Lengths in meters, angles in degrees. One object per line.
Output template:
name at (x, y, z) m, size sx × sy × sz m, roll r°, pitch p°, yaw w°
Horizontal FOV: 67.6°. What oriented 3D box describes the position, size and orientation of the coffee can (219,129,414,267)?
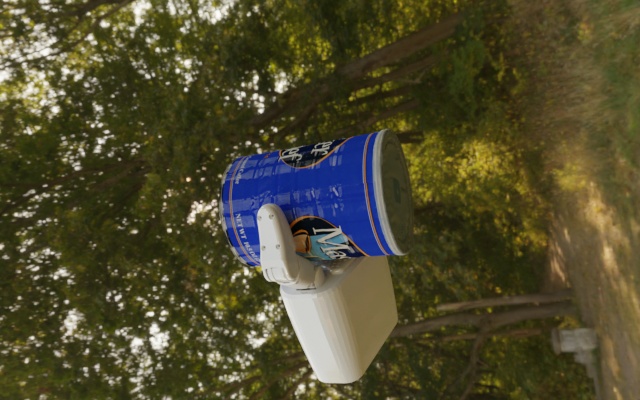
coffee can at (0.000, 0.001, 0.412) m, size 0.140 × 0.103 × 0.103 m, roll -8°, pitch -3°, yaw 22°
